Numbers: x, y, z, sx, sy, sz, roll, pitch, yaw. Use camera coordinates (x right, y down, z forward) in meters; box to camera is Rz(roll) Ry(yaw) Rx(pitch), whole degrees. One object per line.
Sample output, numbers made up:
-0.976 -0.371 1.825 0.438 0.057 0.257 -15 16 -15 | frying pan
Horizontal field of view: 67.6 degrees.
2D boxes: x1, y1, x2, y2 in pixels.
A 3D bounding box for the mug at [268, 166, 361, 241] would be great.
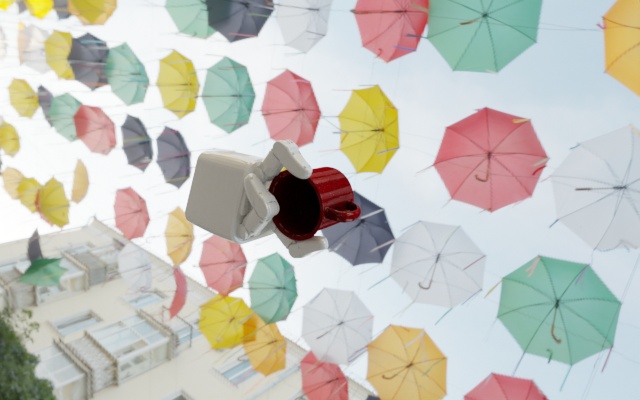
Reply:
0.001 0.002 0.628 0.117 0.093 0.081 17 20 34 | mug
